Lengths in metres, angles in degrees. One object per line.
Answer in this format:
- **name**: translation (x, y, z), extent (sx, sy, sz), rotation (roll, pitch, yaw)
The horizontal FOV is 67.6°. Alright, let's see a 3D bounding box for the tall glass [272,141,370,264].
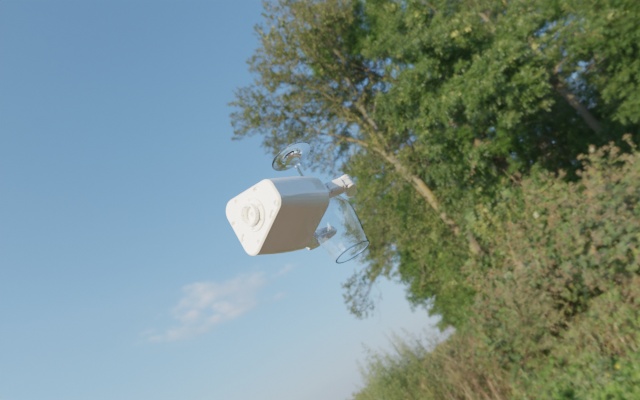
- **tall glass**: translation (0.000, 0.002, 0.773), extent (0.079, 0.201, 0.079), rotation (-28, -22, -12)
